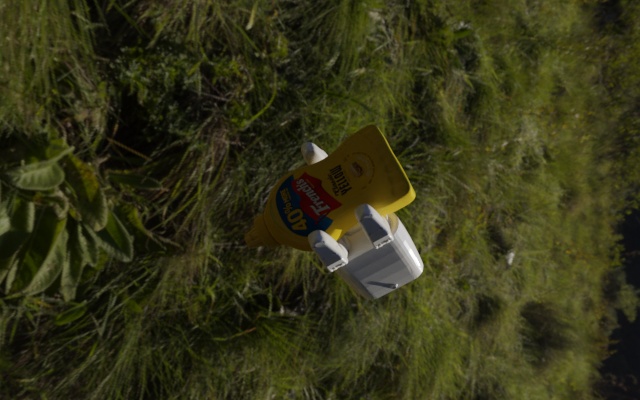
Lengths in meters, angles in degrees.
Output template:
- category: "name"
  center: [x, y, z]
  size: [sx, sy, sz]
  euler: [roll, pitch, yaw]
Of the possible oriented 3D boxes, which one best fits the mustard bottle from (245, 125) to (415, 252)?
- category: "mustard bottle"
  center: [0.000, 0.001, 0.530]
  size: [0.191, 0.096, 0.058]
  euler: [-30, -24, 10]
